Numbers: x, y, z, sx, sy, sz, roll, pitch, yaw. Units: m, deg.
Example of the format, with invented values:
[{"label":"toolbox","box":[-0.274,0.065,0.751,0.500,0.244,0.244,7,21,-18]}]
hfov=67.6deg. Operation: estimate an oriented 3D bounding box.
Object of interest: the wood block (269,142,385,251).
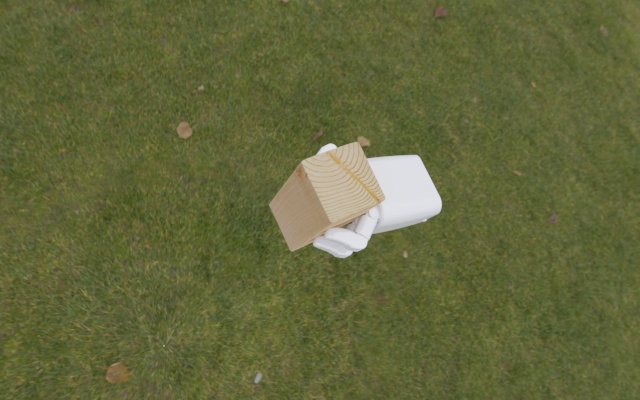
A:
[{"label":"wood block","box":[0.000,0.002,0.710,0.090,0.091,0.206,-22,-8,-23]}]
